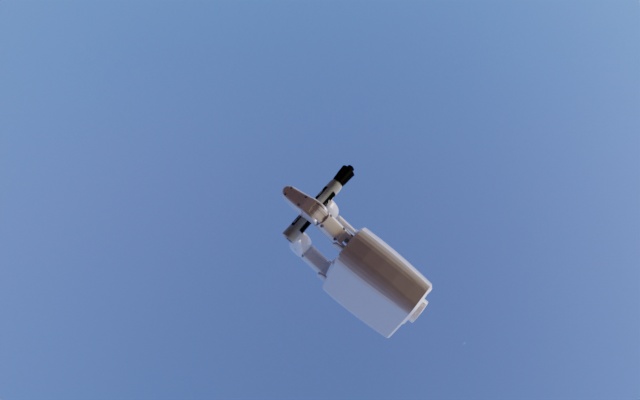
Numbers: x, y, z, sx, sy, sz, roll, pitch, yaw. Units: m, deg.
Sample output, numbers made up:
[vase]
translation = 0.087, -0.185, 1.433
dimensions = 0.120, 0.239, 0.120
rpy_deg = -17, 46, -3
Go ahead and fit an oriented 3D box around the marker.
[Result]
[marker]
translation = 0.000, 0.002, 0.580
dimensions = 0.020, 0.121, 0.020
rpy_deg = 38, -15, 13
